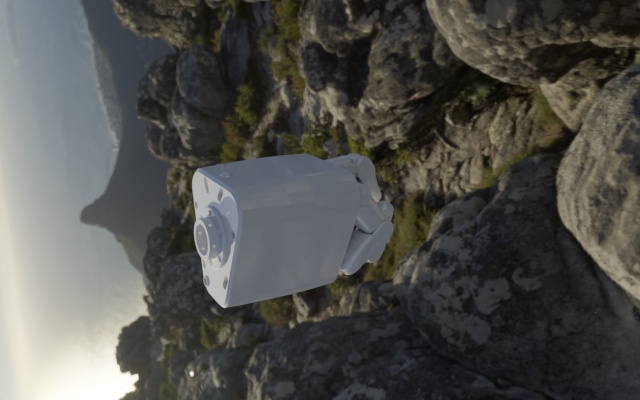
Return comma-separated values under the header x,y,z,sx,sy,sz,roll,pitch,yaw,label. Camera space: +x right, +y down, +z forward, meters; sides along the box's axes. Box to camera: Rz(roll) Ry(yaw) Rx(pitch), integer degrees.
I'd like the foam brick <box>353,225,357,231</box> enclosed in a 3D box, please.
x,y,z,sx,sy,sz,roll,pitch,yaw,label
0.000,0.002,0.478,0.051,0.053,0.078,-10,23,-33,foam brick
